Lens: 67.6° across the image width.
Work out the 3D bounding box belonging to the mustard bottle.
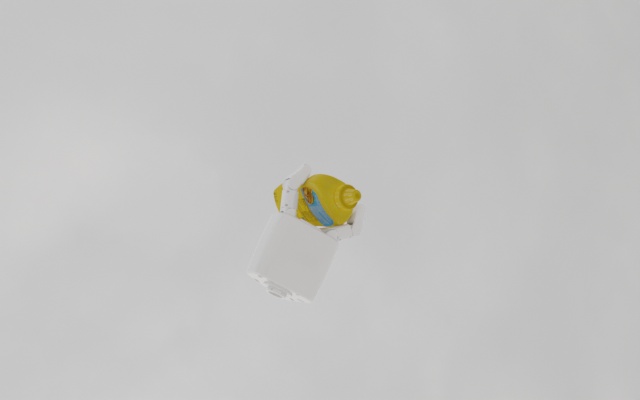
[{"bbox_3d":[0.000,0.002,0.807,0.058,0.096,0.191,-41,17,-32],"label":"mustard bottle"}]
